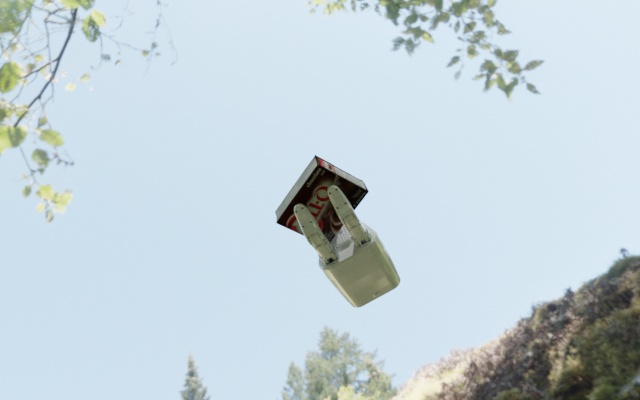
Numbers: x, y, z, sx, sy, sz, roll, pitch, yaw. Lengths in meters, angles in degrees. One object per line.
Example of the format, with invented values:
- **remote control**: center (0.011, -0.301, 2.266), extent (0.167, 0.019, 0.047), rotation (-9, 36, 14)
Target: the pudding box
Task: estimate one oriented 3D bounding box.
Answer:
- **pudding box**: center (0.000, 0.002, 0.695), extent (0.090, 0.113, 0.039), rotation (26, 21, -24)
